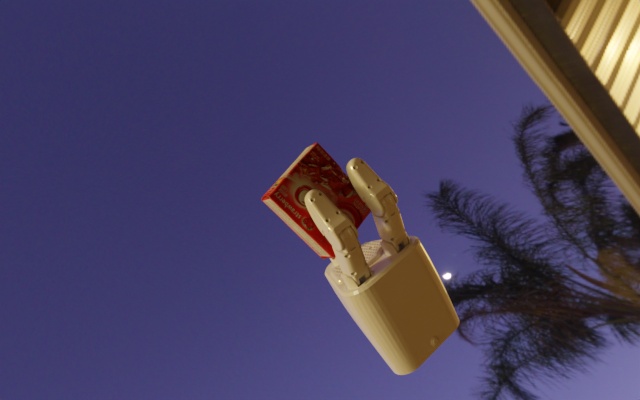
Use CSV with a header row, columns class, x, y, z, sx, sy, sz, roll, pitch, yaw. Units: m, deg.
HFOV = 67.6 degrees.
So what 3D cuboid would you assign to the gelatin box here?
class,x,y,z,sx,sy,sz,roll,pitch,yaw
gelatin box,0.000,0.001,0.461,0.089,0.073,0.030,45,-21,-13
